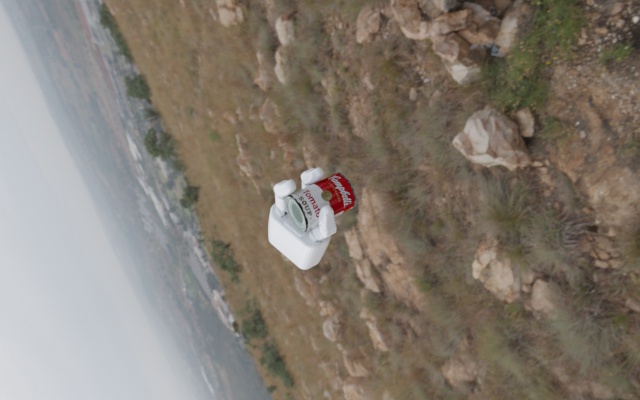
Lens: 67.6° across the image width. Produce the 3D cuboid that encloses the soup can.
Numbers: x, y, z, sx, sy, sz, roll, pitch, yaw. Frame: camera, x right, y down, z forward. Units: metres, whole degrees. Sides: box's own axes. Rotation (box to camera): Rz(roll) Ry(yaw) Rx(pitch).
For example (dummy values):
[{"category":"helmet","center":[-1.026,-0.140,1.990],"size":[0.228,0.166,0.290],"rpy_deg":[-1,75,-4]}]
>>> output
[{"category":"soup can","center":[0.000,0.003,0.802],"size":[0.102,0.068,0.068],"rpy_deg":[-25,11,-24]}]
